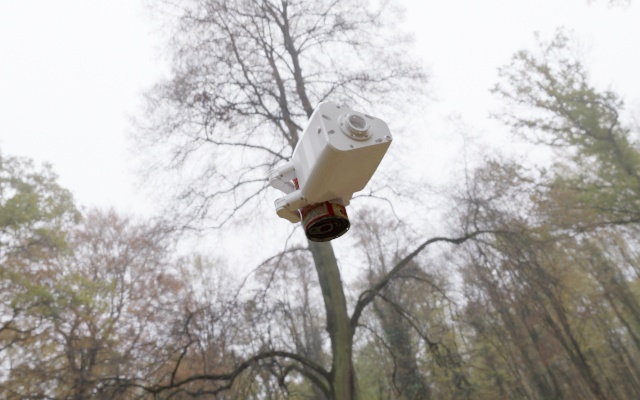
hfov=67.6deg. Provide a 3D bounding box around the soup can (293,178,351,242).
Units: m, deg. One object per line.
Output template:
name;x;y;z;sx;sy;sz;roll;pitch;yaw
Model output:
soup can;0.000;0.002;0.723;0.068;0.102;0.069;-11;-33;-7
